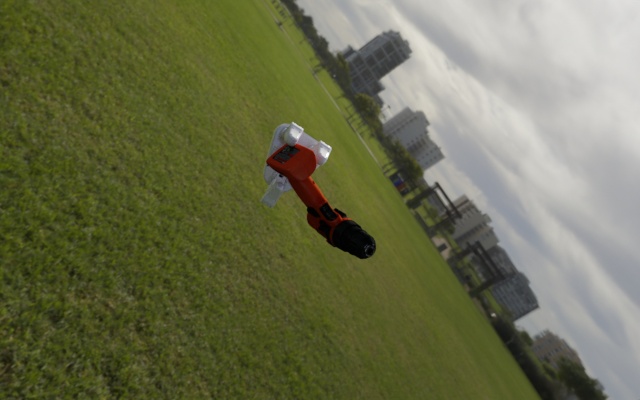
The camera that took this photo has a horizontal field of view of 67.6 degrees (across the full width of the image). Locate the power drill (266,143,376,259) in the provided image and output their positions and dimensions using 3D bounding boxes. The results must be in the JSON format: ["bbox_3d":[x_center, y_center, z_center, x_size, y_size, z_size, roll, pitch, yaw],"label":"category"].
[{"bbox_3d":[0.000,0.002,0.761,0.057,0.188,0.184,-40,30,-14],"label":"power drill"}]
